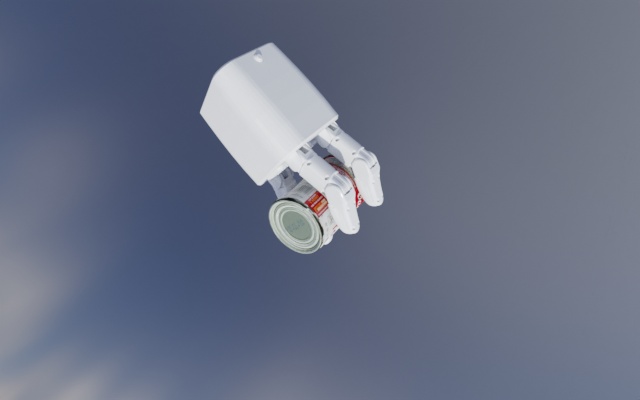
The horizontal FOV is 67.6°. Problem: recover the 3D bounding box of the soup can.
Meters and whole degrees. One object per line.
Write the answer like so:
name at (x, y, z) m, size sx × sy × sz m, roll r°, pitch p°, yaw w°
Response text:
soup can at (0.000, 0.002, 0.516) m, size 0.068 × 0.068 × 0.102 m, roll 0°, pitch 30°, yaw 37°
